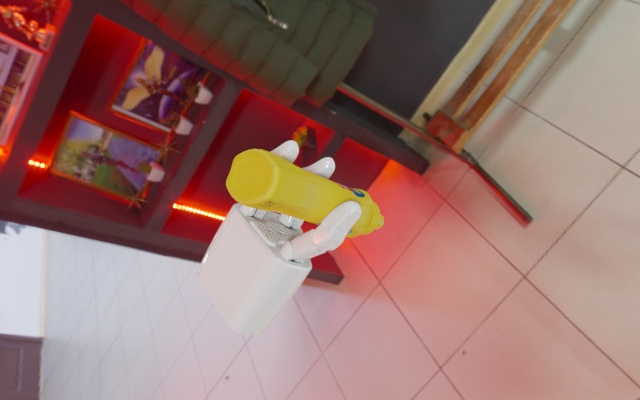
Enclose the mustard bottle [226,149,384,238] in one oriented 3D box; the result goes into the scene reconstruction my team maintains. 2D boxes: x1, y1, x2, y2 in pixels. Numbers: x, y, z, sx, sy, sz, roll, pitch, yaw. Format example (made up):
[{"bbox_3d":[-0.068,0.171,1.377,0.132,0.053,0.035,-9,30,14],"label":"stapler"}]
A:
[{"bbox_3d":[0.000,0.001,0.522,0.192,0.058,0.096,20,-4,-38],"label":"mustard bottle"}]
